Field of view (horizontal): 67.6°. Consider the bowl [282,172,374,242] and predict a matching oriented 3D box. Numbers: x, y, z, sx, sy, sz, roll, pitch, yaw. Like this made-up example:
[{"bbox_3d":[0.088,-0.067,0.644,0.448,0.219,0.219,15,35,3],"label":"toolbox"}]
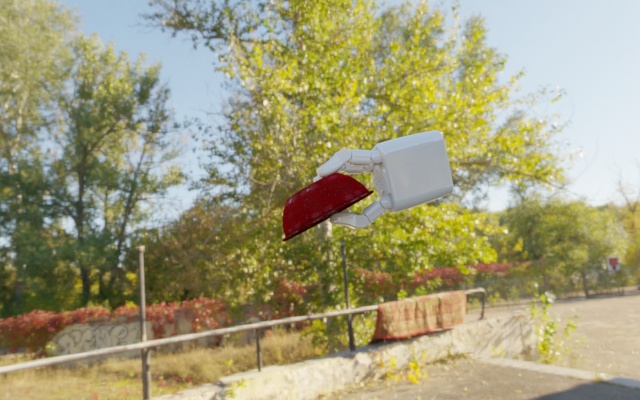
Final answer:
[{"bbox_3d":[-0.001,0.003,0.738,0.162,0.055,0.162,-29,-4,-2],"label":"bowl"}]
